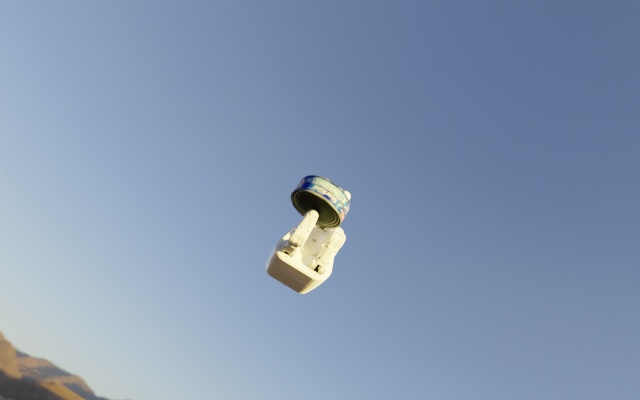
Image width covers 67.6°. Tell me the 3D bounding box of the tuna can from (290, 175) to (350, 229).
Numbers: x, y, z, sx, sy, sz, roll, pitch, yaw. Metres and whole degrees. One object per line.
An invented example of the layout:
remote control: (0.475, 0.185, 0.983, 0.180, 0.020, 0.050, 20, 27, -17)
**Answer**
tuna can: (0.000, 0.002, 0.712, 0.086, 0.033, 0.086, 25, -29, 15)
